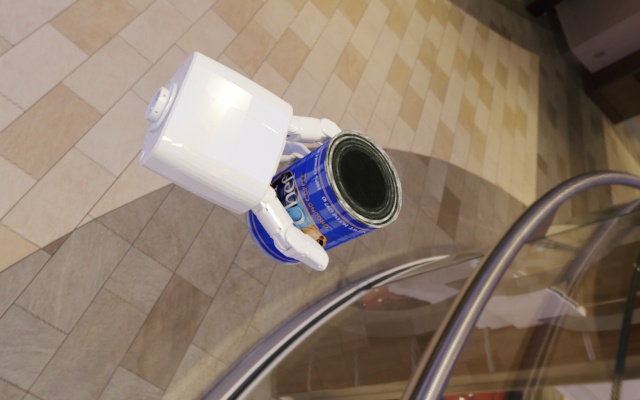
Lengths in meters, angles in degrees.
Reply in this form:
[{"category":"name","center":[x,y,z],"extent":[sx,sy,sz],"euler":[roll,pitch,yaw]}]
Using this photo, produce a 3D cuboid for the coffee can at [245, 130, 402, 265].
[{"category":"coffee can","center":[0.000,0.002,0.510],"extent":[0.103,0.102,0.140],"euler":[0,-20,-43]}]
